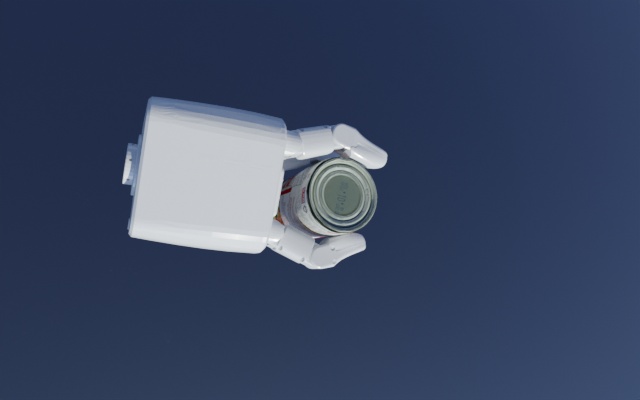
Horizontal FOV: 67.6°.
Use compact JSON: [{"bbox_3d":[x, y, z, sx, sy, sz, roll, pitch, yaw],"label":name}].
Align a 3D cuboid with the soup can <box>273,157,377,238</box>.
[{"bbox_3d":[0.001,0.002,0.451,0.068,0.068,0.102,0,-8,-23],"label":"soup can"}]
